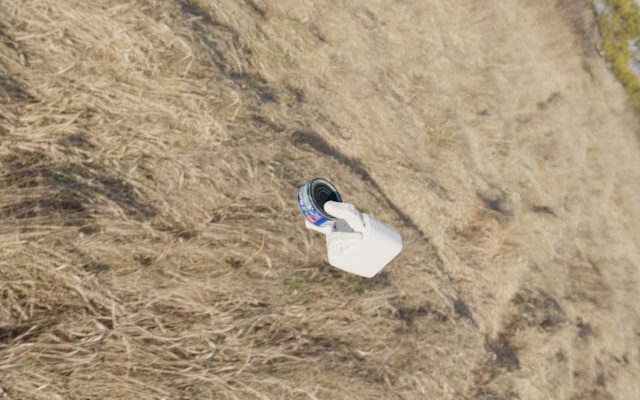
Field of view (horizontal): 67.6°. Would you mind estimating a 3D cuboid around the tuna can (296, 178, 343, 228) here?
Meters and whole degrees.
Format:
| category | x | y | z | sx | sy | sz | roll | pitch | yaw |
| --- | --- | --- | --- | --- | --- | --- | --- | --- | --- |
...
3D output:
| category | x | y | z | sx | sy | sz | roll | pitch | yaw |
| --- | --- | --- | --- | --- | --- | --- | --- | --- | --- |
| tuna can | 0.000 | 0.003 | 0.851 | 0.086 | 0.086 | 0.034 | 0 | -26 | -47 |
